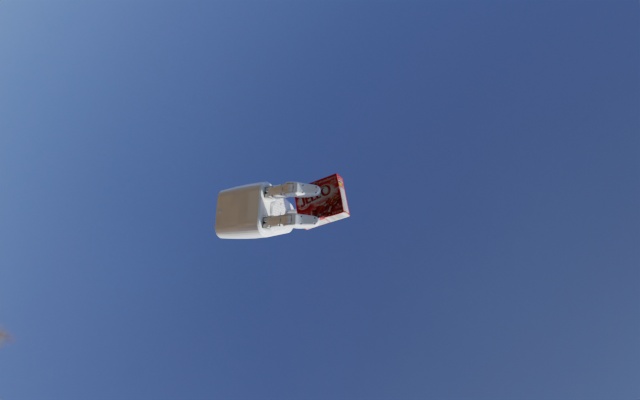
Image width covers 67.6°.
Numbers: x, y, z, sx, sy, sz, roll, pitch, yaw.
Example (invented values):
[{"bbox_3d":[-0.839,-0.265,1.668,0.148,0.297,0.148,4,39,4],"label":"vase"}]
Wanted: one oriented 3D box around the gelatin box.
[{"bbox_3d":[0.001,0.003,0.826,0.089,0.073,0.030,-19,-23,21],"label":"gelatin box"}]
